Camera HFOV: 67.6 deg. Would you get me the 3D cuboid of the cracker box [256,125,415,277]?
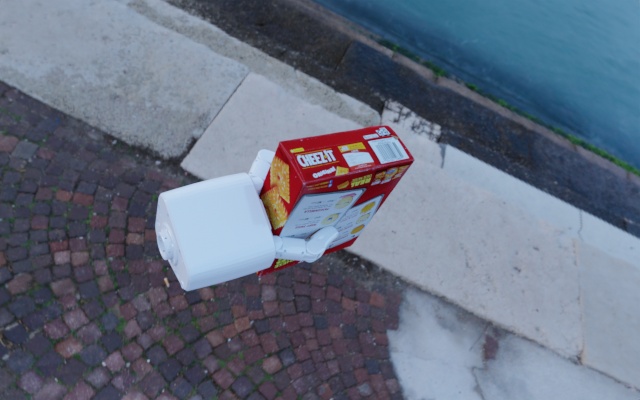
[{"bbox_3d":[0.000,0.002,0.629,0.164,0.072,0.214,-14,-28,-31],"label":"cracker box"}]
